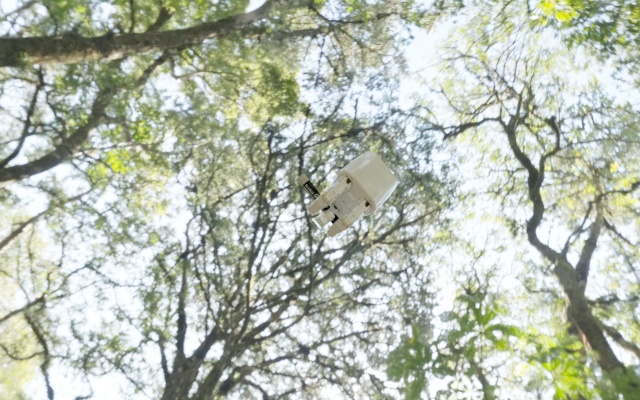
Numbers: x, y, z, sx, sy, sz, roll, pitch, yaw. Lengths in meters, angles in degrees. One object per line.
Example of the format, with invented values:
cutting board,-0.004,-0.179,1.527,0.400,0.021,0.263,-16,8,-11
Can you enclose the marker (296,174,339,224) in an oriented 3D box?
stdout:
marker,0.000,0.003,0.879,0.020,0.121,0.020,-39,2,1
